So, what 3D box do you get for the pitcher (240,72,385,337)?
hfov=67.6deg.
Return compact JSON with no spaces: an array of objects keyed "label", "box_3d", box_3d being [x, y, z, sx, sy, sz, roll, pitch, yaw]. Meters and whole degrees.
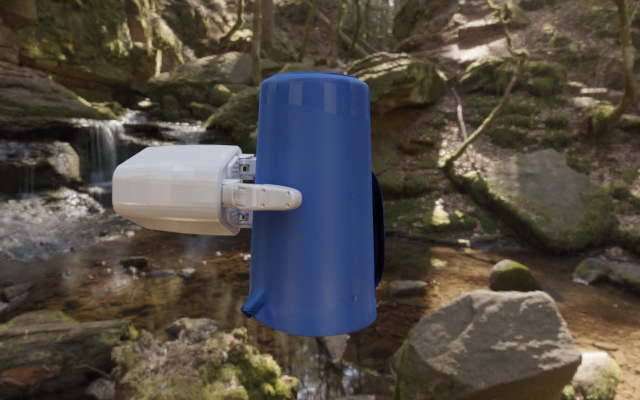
[{"label":"pitcher","box_3d":[0.000,0.002,0.488,0.145,0.243,0.149,2,5,3]}]
